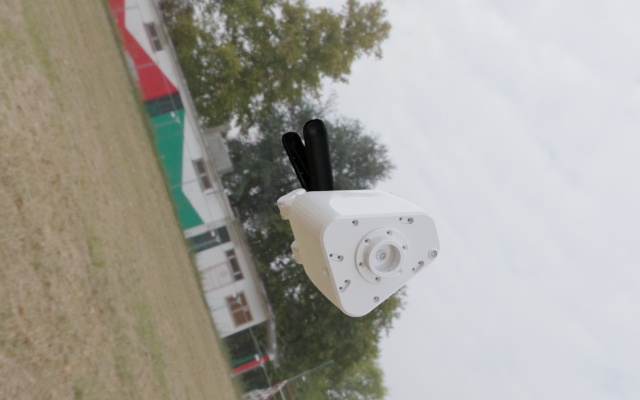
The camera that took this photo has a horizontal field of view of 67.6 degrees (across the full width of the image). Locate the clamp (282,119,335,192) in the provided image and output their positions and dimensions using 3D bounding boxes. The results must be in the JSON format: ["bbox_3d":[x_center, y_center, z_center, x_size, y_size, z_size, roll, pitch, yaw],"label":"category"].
[{"bbox_3d":[0.001,0.002,0.589,0.036,0.210,0.164,-19,14,-11],"label":"clamp"}]
